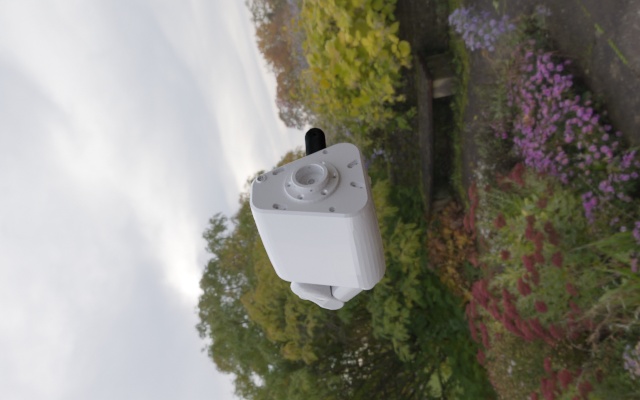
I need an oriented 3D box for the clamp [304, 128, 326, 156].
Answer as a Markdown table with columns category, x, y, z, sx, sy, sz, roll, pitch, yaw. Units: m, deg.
| category | x | y | z | sx | sy | sz | roll | pitch | yaw |
| --- | --- | --- | --- | --- | --- | --- | --- | --- | --- |
| clamp | 0.000 | 0.002 | 0.561 | 0.039 | 0.171 | 0.120 | -11 | -43 | 4 |
